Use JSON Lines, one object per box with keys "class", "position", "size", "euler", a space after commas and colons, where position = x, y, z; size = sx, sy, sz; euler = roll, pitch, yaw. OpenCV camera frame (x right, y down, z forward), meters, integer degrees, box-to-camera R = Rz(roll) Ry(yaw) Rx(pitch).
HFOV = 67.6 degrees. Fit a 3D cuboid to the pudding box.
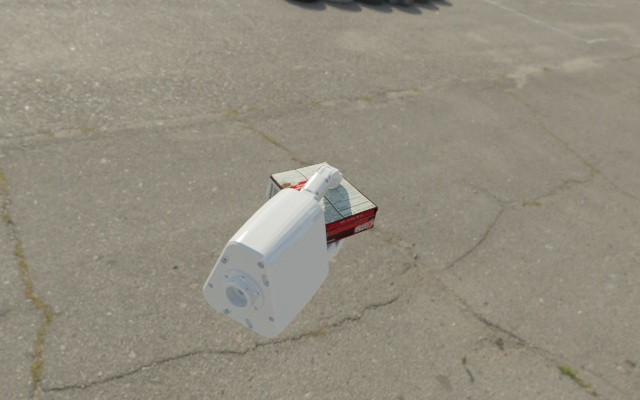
{"class": "pudding box", "position": [0.000, 0.002, 0.581], "size": [0.090, 0.039, 0.113], "euler": [-16, 45, -33]}
